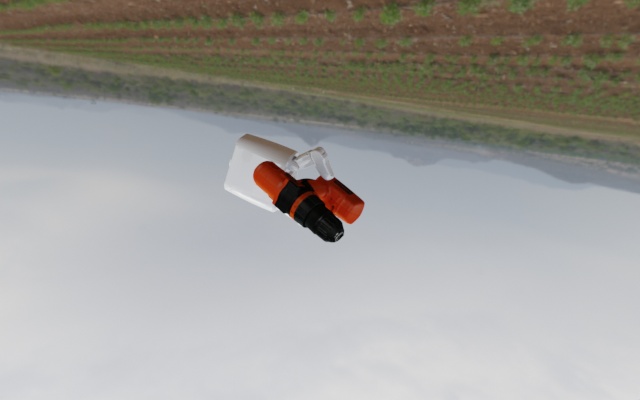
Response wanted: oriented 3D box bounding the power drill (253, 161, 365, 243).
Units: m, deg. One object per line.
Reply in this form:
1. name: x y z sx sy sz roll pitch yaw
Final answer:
1. power drill: 0.000 0.003 0.794 0.184 0.057 0.187 41 17 25
